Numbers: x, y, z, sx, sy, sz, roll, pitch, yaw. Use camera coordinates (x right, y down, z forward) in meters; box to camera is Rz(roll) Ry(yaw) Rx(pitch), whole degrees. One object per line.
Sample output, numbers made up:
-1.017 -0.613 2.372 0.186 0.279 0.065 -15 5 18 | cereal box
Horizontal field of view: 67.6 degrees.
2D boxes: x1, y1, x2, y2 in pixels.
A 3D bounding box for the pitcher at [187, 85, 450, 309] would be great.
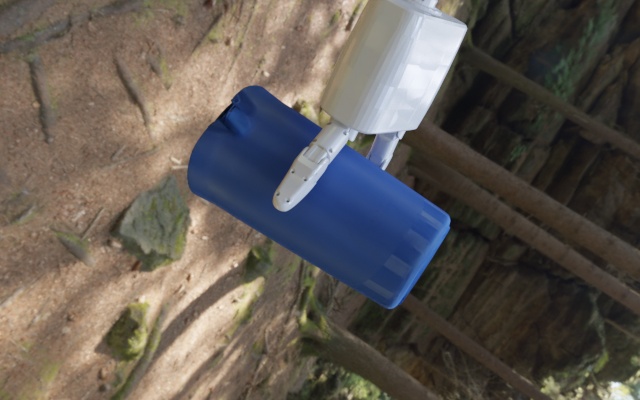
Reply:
0.000 0.001 0.489 0.243 0.145 0.149 33 28 13 | pitcher
